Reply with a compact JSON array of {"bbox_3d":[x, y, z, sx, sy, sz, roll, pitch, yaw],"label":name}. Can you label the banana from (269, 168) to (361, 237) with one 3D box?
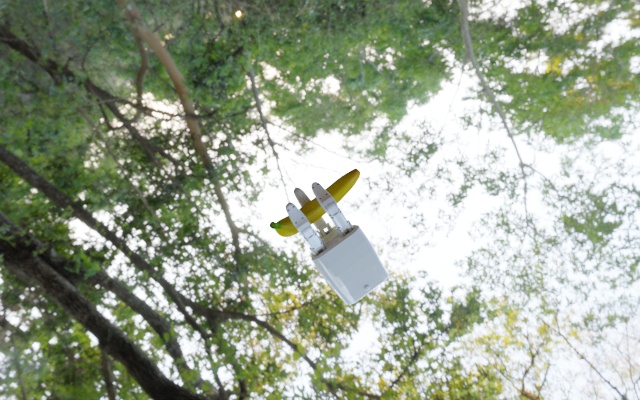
[{"bbox_3d":[-0.007,0.011,0.827,0.197,0.037,0.070,-35,-8,-26],"label":"banana"}]
